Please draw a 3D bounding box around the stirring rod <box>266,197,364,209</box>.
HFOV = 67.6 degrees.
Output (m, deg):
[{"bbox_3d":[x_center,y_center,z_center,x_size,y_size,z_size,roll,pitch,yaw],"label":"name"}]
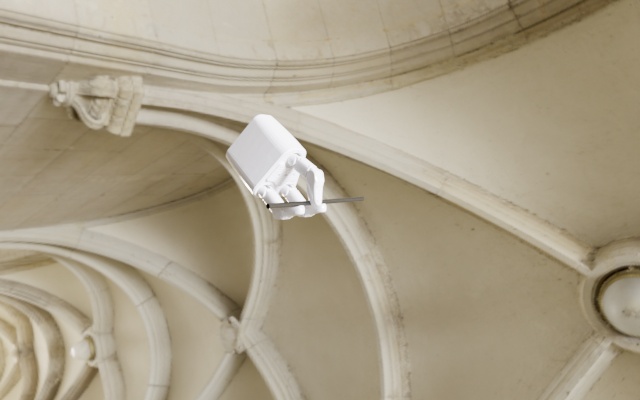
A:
[{"bbox_3d":[0.000,0.003,0.802,0.011,0.011,0.239,0,3,41],"label":"stirring rod"}]
